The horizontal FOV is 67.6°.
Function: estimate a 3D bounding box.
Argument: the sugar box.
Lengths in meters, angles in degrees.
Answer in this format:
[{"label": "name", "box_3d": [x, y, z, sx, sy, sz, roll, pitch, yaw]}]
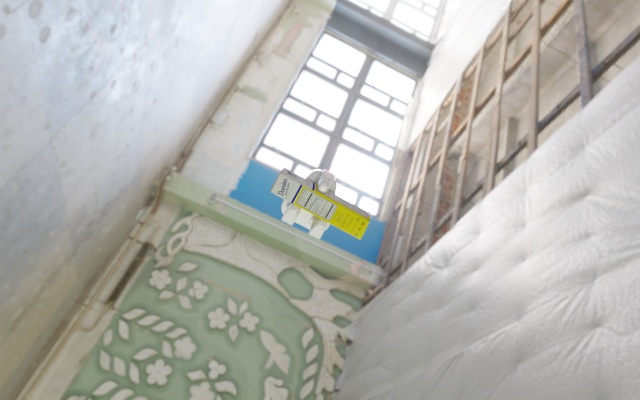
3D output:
[{"label": "sugar box", "box_3d": [0.000, 0.003, 0.846, 0.176, 0.048, 0.093, 26, 8, -4]}]
